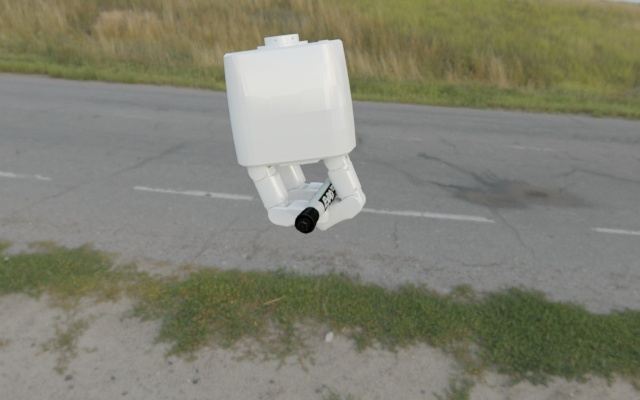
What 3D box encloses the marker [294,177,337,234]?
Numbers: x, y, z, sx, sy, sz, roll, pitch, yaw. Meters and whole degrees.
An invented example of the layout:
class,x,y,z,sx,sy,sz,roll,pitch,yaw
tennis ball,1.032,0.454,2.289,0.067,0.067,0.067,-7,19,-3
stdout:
class,x,y,z,sx,sy,sz,roll,pitch,yaw
marker,0.000,0.002,0.458,0.020,0.020,0.121,0,20,16
